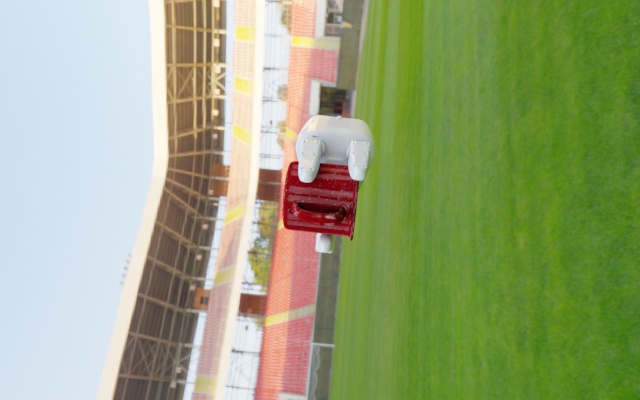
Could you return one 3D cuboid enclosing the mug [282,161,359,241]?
[{"bbox_3d":[0.000,0.002,0.545,0.081,0.093,0.117,5,22,2],"label":"mug"}]
